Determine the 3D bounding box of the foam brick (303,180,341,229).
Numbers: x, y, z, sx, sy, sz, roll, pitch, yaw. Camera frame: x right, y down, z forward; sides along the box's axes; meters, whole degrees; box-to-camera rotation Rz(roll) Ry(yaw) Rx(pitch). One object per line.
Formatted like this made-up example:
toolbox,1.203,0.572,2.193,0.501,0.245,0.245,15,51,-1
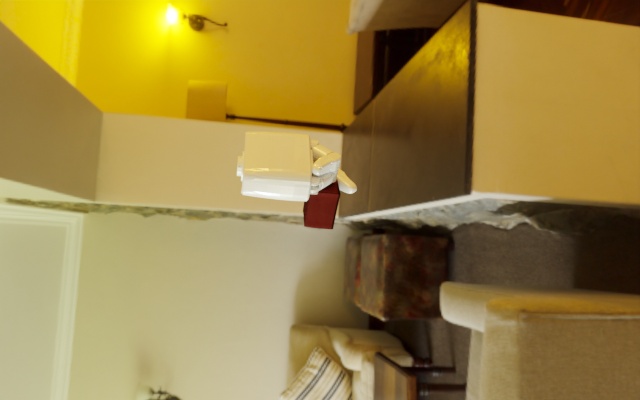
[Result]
foam brick,0.000,0.003,0.817,0.051,0.078,0.053,3,36,-9
